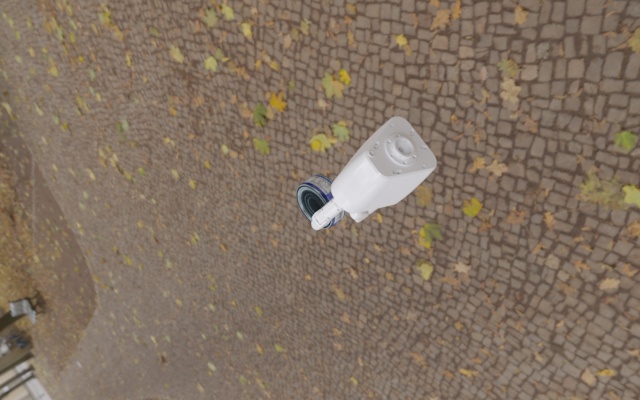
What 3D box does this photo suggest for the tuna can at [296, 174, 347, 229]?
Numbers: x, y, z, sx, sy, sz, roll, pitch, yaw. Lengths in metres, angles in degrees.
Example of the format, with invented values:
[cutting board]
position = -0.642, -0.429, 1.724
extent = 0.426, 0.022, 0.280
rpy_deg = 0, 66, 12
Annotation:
[tuna can]
position = 0.000, 0.003, 0.774
extent = 0.033, 0.086, 0.086
rpy_deg = -35, 20, -31
